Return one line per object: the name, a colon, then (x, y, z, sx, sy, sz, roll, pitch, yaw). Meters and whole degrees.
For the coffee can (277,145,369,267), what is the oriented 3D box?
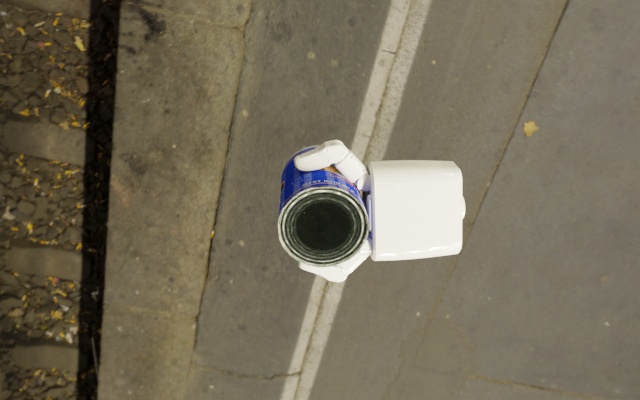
coffee can: (0.000, 0.002, 0.592, 0.103, 0.103, 0.140, 0, 25, -3)
